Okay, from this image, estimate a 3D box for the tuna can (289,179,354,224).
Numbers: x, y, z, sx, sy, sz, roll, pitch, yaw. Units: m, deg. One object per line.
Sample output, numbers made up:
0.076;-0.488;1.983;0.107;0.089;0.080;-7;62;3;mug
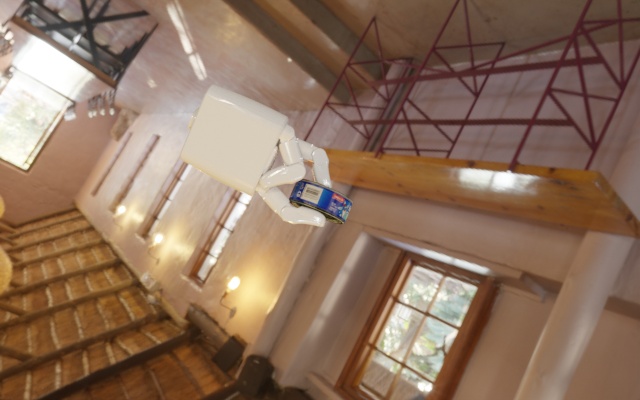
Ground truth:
0.000;0.003;0.662;0.086;0.033;0.086;22;-9;3;tuna can
